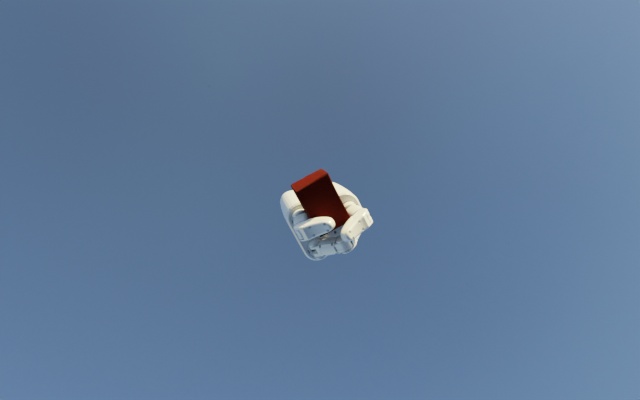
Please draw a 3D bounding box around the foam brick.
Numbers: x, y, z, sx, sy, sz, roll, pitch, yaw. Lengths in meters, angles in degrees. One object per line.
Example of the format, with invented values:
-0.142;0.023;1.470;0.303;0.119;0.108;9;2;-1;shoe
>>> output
0.000;0.002;0.676;0.053;0.078;0.051;-29;18;-4;foam brick
